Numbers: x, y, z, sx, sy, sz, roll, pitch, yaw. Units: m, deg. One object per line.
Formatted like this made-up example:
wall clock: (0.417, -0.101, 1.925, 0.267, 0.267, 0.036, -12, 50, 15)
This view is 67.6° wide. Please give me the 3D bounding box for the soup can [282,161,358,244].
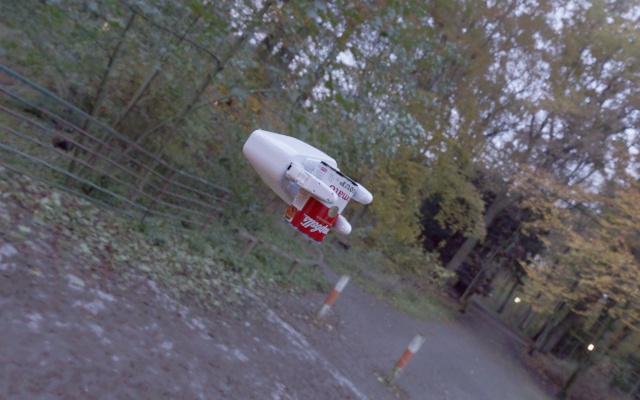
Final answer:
soup can: (0.001, 0.002, 0.692, 0.068, 0.102, 0.068, 34, 2, -1)
